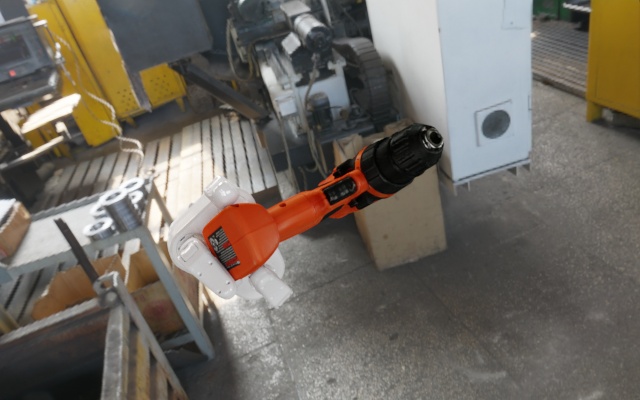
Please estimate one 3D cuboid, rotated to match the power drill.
[{"bbox_3d":[0.000,0.002,0.426,0.187,0.057,0.184,-25,-6,-32],"label":"power drill"}]
